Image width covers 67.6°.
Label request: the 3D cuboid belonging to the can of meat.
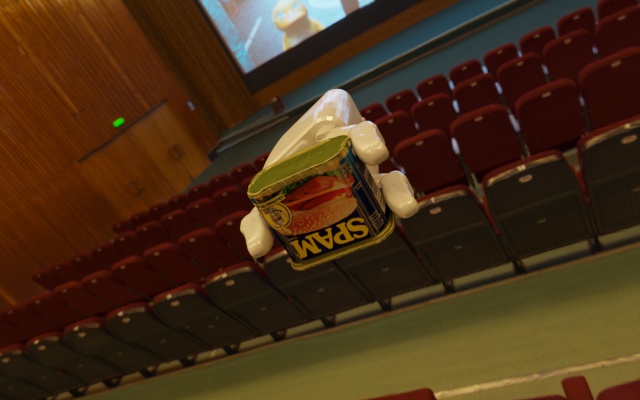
[{"bbox_3d":[0.000,0.001,0.409,0.102,0.084,0.057,-22,25,22],"label":"can of meat"}]
